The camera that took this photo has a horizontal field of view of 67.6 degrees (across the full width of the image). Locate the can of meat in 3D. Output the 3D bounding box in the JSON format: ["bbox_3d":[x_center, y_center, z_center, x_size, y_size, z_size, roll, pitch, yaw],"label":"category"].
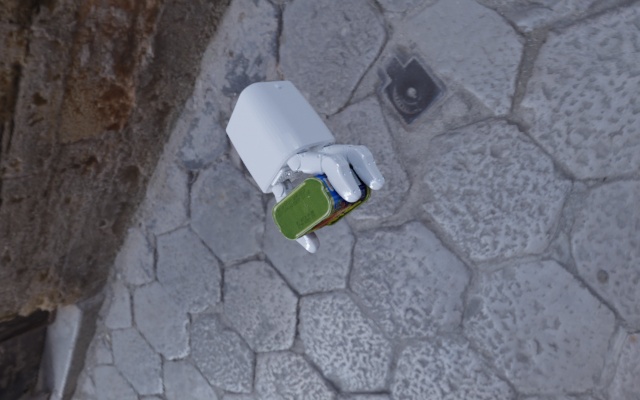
[{"bbox_3d":[0.000,0.002,0.599,0.102,0.057,0.084,-38,-11,38],"label":"can of meat"}]
